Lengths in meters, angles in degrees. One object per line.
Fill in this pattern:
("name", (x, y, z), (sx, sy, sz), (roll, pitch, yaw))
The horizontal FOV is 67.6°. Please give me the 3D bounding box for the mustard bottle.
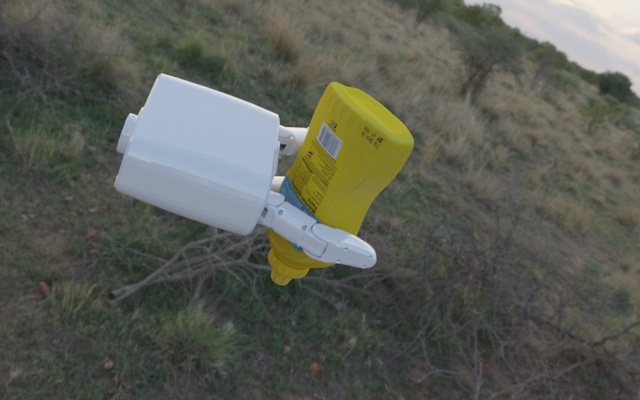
("mustard bottle", (0.000, 0.001, 0.422), (0.058, 0.192, 0.096), (5, 35, -40))
